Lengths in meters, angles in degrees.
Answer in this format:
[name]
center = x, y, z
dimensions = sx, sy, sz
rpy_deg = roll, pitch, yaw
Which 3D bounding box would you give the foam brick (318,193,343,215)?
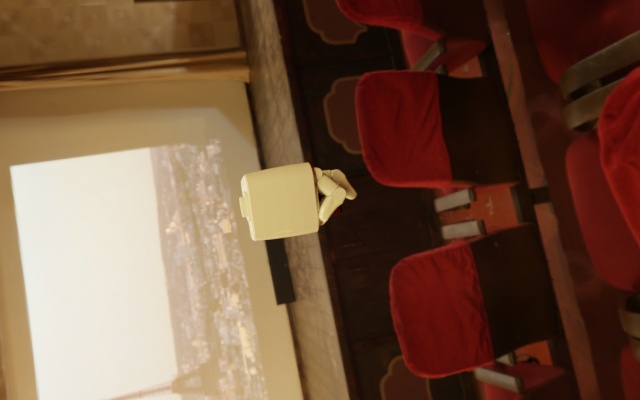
[foam brick]
center = 0.000, 0.003, 0.841
dimensions = 0.051, 0.053, 0.078
rpy_deg = -10, -3, -15
